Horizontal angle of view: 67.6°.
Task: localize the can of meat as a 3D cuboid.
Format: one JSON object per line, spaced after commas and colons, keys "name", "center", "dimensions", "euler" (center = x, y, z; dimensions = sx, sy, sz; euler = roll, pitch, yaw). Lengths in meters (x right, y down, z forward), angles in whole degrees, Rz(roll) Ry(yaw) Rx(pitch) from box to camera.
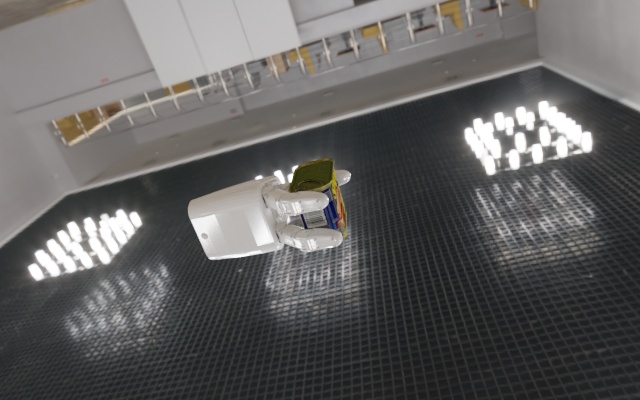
{"name": "can of meat", "center": [0.000, 0.002, 0.639], "dimensions": [0.057, 0.084, 0.102], "euler": [-13, 24, 10]}
